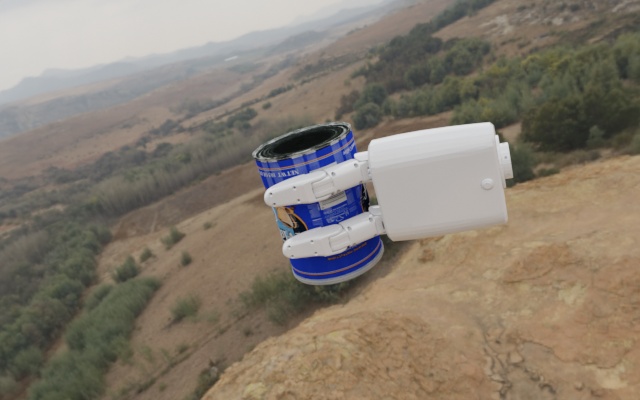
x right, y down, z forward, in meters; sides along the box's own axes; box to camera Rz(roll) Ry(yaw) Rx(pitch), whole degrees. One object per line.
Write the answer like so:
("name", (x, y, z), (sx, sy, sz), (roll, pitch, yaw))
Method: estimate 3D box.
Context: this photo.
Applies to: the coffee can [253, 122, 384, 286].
("coffee can", (0.000, 0.002, 0.499), (0.103, 0.140, 0.102), (-15, 20, 6))
